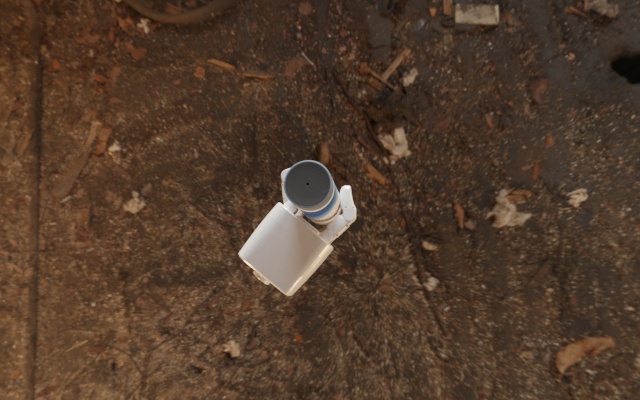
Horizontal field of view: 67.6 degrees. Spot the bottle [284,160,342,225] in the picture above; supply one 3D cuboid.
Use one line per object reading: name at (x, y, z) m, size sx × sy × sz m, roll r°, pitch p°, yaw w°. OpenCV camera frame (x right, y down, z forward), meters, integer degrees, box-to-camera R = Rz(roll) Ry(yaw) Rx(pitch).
bottle at (0.000, 0.002, 0.787) m, size 0.069 × 0.069 × 0.296 m, roll 0°, pitch -10°, yaw 7°
